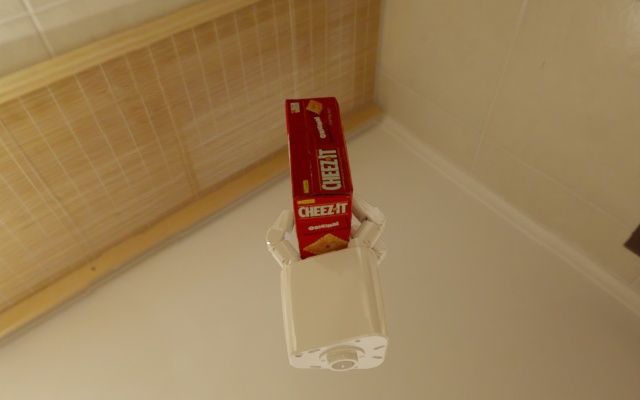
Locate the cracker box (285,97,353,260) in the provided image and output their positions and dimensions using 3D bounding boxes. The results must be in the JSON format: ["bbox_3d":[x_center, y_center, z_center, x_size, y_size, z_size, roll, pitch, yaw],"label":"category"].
[{"bbox_3d":[0.000,0.002,0.614,0.072,0.164,0.214,-5,-39,-3],"label":"cracker box"}]
